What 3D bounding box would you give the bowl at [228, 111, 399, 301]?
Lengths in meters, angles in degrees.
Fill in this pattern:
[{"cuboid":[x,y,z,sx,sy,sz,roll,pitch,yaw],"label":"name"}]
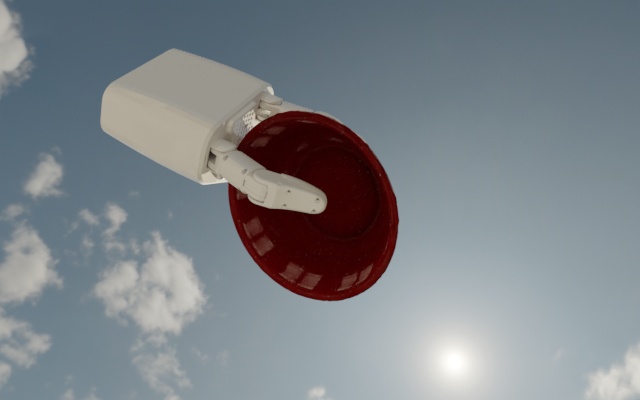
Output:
[{"cuboid":[0.001,0.002,0.409,0.162,0.162,0.055,0,16,32],"label":"bowl"}]
